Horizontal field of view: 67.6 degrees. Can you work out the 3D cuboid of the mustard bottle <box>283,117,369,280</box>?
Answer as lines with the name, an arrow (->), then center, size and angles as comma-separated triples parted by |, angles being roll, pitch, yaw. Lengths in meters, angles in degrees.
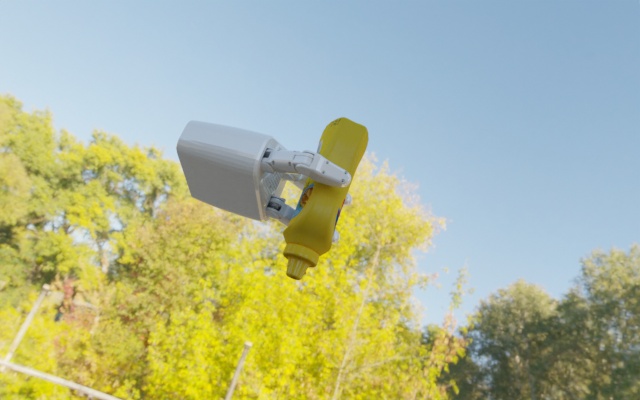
mustard bottle -> 0.000, 0.002, 0.564 | 0.058, 0.191, 0.096 | 24, -21, -7
